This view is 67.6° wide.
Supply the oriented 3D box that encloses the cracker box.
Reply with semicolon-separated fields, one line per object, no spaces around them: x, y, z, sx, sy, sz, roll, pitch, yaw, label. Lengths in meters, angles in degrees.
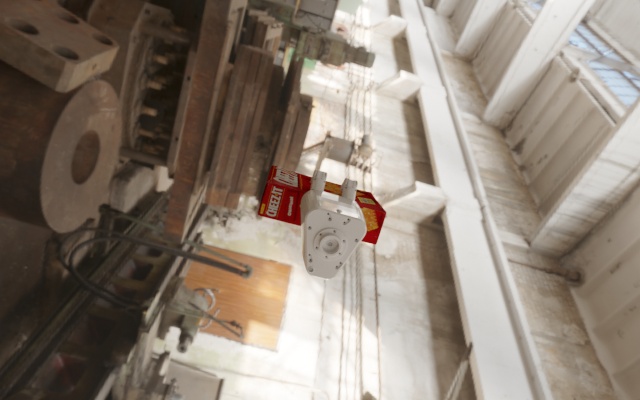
0.000;0.003;0.887;0.214;0.072;0.164;15;12;-7;cracker box
